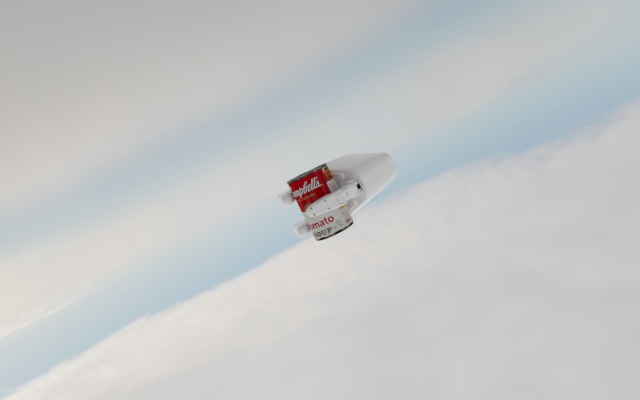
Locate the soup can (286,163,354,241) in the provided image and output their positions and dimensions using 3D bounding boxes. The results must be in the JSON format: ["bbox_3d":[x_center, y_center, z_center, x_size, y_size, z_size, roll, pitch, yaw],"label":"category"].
[{"bbox_3d":[0.000,0.003,0.732,0.068,0.102,0.068,-26,6,3],"label":"soup can"}]
